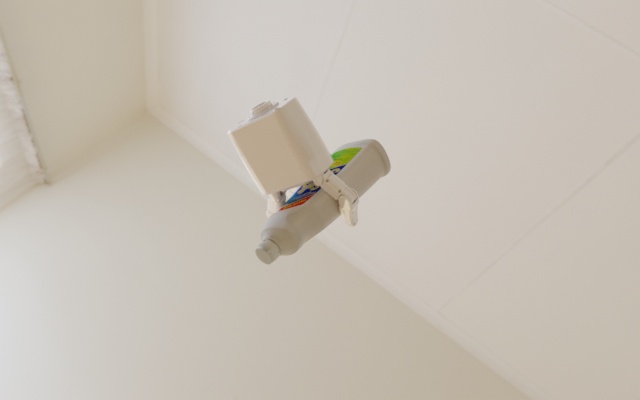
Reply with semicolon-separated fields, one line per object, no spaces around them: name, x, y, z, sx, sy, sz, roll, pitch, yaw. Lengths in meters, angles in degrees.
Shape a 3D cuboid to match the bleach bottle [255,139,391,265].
bleach bottle;0.000;0.002;0.702;0.102;0.068;0.250;-5;31;45
